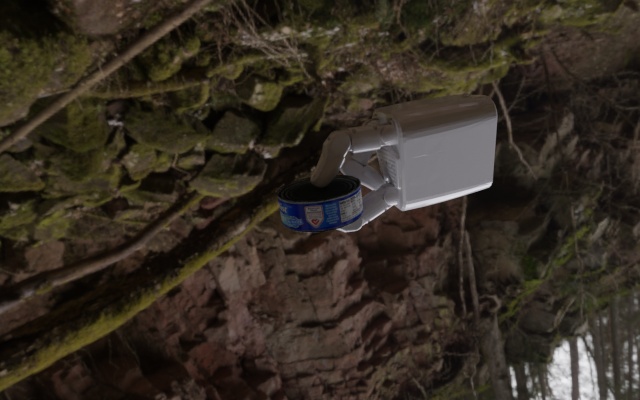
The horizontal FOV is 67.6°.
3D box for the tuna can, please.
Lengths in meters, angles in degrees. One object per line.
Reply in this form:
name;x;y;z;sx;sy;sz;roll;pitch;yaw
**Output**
tuna can;0.000;0.002;0.486;0.086;0.034;0.086;-7;18;2
